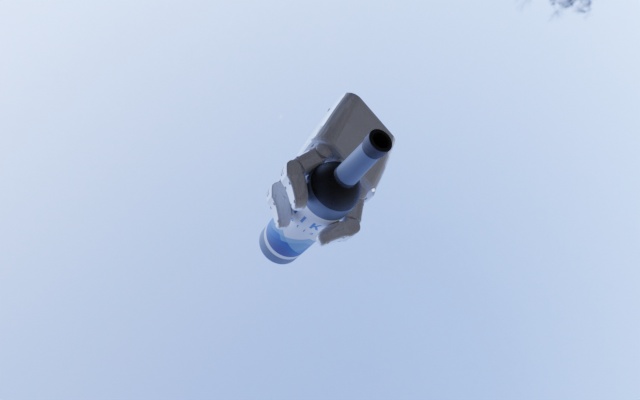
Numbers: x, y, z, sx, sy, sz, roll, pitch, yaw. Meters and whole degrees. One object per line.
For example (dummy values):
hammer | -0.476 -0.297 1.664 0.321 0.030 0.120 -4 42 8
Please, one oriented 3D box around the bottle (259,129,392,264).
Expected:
bottle | 0.000 0.002 0.598 0.069 0.069 0.296 0 -25 -27
